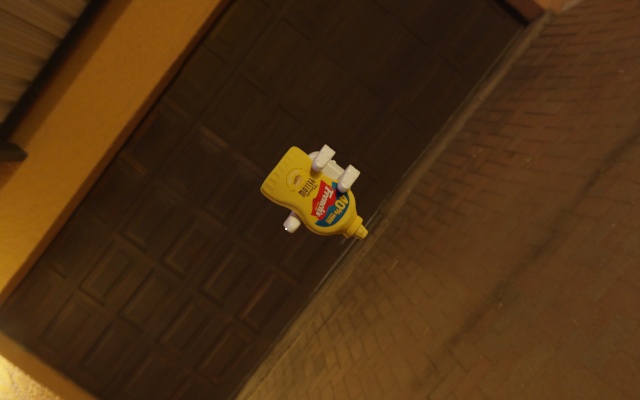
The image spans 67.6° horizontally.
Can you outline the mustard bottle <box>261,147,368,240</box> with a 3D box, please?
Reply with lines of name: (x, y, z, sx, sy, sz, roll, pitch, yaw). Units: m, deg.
mustard bottle: (0.000, 0.002, 0.808, 0.191, 0.096, 0.058, 38, -13, -5)
